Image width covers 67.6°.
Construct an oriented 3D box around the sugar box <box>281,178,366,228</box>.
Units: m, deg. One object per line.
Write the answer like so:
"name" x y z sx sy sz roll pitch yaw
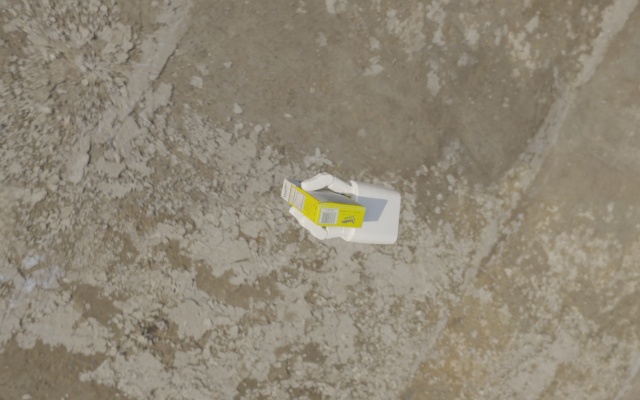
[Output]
"sugar box" 0.000 0.003 0.892 0.093 0.048 0.176 6 11 -26
